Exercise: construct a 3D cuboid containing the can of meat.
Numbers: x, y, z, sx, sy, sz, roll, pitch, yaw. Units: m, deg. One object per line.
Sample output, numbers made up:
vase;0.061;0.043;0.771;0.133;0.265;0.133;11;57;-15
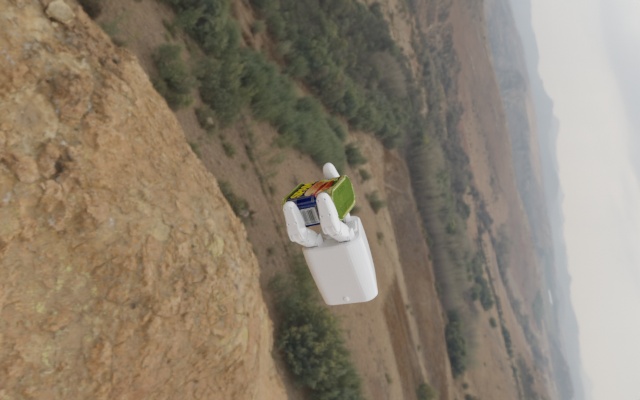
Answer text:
can of meat;0.000;0.002;0.744;0.084;0.057;0.102;-11;16;24
